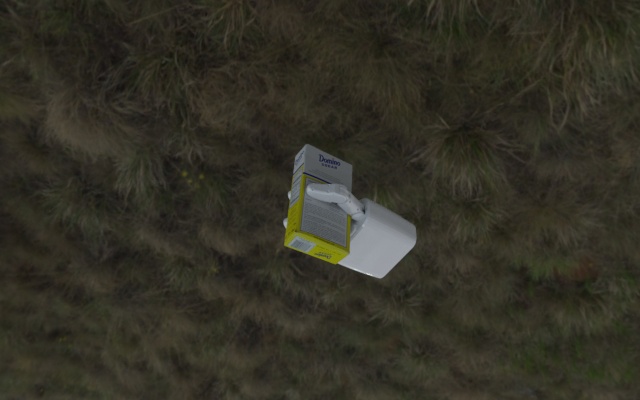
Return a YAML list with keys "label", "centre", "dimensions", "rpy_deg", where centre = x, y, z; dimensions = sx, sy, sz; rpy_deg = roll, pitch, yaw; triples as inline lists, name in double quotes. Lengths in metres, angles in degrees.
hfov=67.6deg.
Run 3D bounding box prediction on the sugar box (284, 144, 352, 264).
- label: "sugar box"
  centre: [0.000, 0.003, 0.745]
  dimensions: [0.093, 0.176, 0.048]
  rpy_deg: [24, -44, -22]
